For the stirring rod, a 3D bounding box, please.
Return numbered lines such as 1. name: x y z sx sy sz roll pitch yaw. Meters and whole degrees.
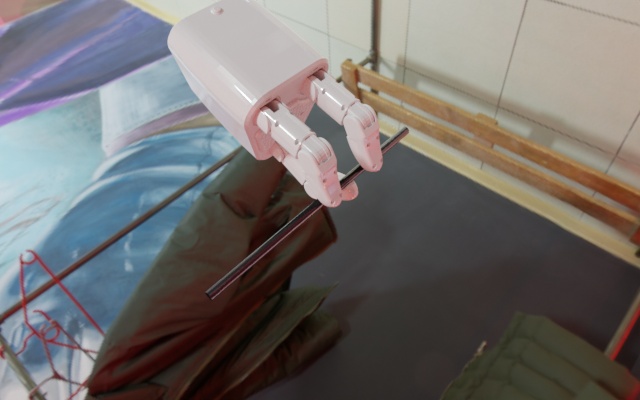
1. stirring rod: 0.000 0.001 0.404 0.239 0.011 0.011 -40 21 -27
